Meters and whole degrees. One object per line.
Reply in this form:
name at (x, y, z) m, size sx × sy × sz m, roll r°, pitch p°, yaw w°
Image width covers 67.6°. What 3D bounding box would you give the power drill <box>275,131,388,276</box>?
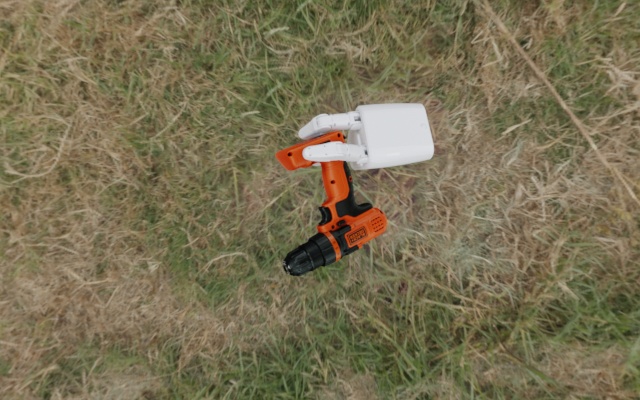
power drill at (0.000, 0.002, 0.724) m, size 0.184 × 0.188 × 0.057 m, roll -26°, pitch 13°, yaw -25°
